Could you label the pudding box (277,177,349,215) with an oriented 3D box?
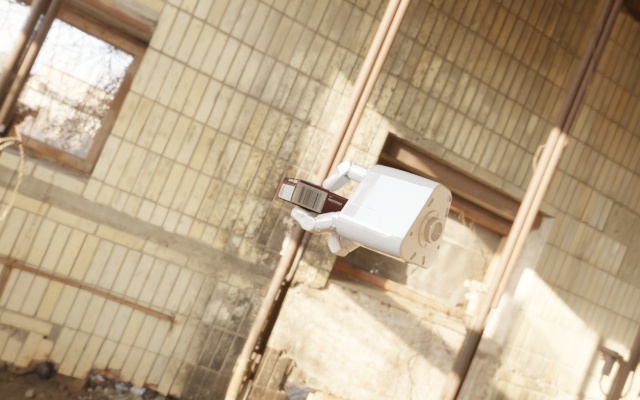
[{"bbox_3d":[0.000,0.002,0.713,0.113,0.039,0.090,24,-3,-18],"label":"pudding box"}]
